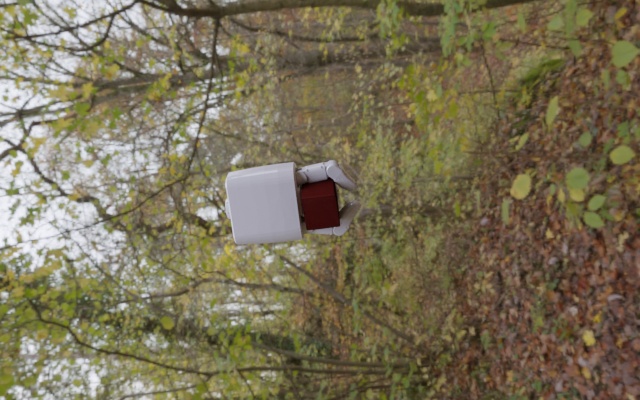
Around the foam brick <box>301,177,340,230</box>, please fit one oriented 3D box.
[{"bbox_3d":[0.000,0.002,0.714,0.051,0.053,0.078,-7,25,1],"label":"foam brick"}]
